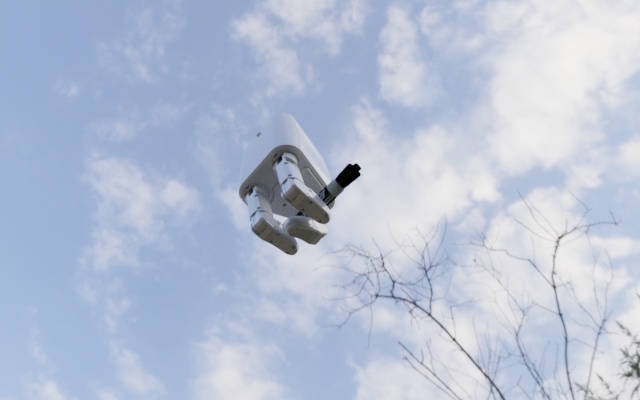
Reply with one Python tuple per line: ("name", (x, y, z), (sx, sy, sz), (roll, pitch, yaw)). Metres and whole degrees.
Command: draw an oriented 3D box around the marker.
("marker", (0.000, 0.002, 0.535), (0.121, 0.020, 0.020), (-44, -19, 21))
